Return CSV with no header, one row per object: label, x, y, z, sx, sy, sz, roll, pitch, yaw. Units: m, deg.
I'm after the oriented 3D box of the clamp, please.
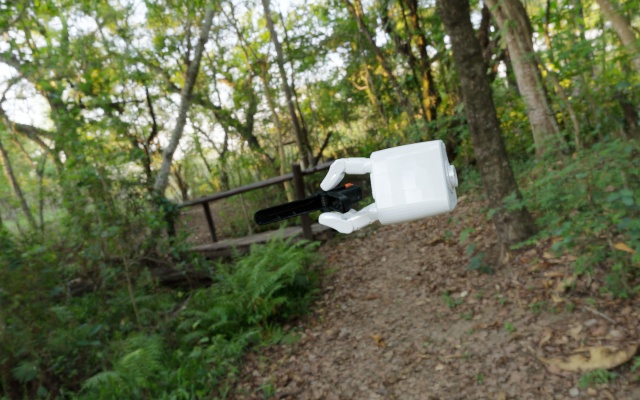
clamp,0.000,0.002,0.782,0.164,0.036,0.210,-9,6,23
